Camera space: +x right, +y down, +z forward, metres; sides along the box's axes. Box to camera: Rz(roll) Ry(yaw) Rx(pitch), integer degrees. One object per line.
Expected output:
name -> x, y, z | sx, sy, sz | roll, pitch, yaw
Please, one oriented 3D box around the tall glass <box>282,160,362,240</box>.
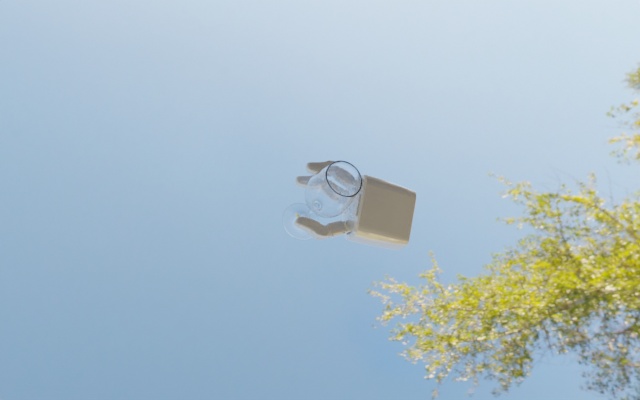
tall glass -> 0.000, 0.003, 0.818 | 0.079, 0.079, 0.201 | 0, -22, -23
